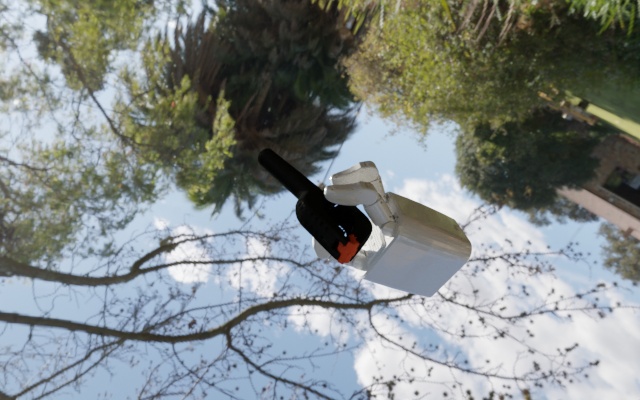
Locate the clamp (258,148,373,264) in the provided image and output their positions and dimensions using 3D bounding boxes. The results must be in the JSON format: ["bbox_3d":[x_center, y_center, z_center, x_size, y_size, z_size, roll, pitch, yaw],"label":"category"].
[{"bbox_3d":[0.000,0.003,0.578,0.164,0.036,0.210,20,23,-15],"label":"clamp"}]
